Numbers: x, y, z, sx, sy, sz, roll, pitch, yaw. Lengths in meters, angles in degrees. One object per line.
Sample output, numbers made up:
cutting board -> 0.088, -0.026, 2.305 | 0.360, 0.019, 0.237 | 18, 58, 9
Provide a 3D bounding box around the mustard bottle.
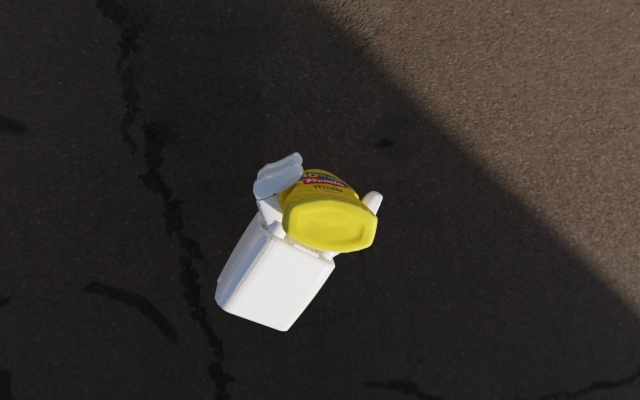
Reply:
mustard bottle -> 0.000, 0.002, 0.566 | 0.096, 0.058, 0.191 | 8, 14, -9
